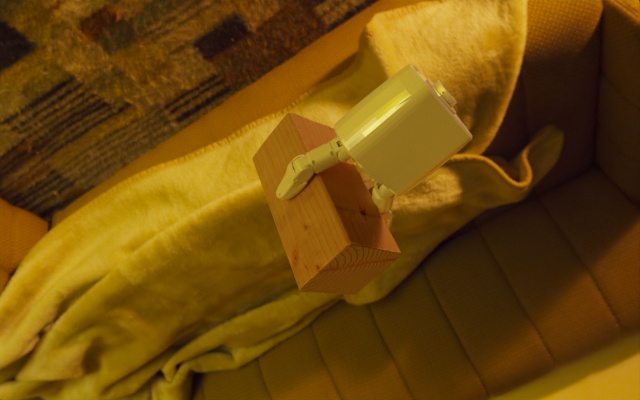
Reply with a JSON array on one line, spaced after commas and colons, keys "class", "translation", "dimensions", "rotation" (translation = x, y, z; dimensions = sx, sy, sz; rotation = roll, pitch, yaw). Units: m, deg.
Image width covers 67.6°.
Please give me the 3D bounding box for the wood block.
[{"class": "wood block", "translation": [0.000, 0.002, 0.585], "dimensions": [0.091, 0.206, 0.090], "rotation": [14, -49, -42]}]
